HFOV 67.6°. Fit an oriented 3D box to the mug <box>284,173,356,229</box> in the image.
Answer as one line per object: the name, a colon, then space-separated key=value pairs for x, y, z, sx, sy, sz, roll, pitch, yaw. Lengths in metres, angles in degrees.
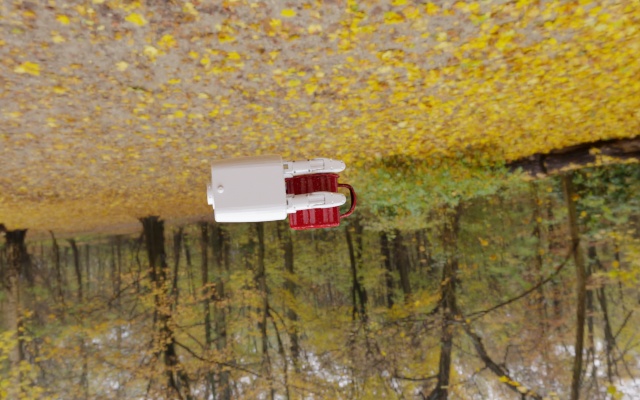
mug: x=0.002 y=0.003 z=0.771 sx=0.117 sy=0.081 sz=0.093 roll=-4 pitch=-5 yaw=-10
